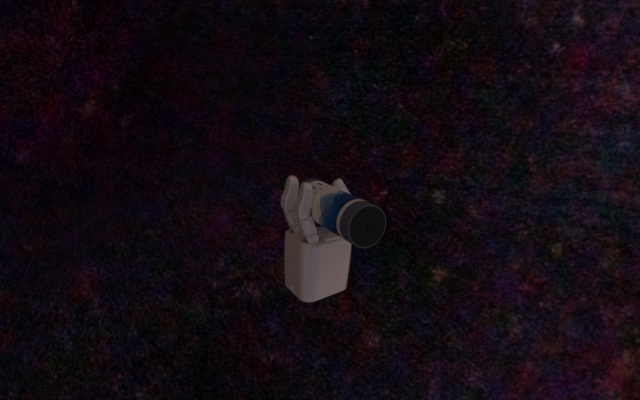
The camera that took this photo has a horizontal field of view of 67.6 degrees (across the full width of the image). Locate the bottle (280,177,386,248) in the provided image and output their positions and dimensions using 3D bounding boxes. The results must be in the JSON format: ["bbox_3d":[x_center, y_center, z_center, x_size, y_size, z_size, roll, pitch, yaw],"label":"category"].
[{"bbox_3d":[0.000,0.003,0.817,0.069,0.069,0.295,0,14,-29],"label":"bottle"}]
